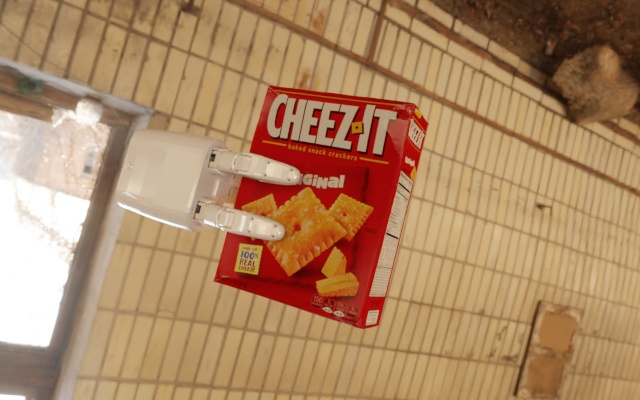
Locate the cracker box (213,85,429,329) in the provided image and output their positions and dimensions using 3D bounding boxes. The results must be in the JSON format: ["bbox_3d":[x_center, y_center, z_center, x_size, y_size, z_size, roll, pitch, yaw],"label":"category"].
[{"bbox_3d":[0.000,0.002,0.483,0.164,0.213,0.072,13,-4,24],"label":"cracker box"}]
